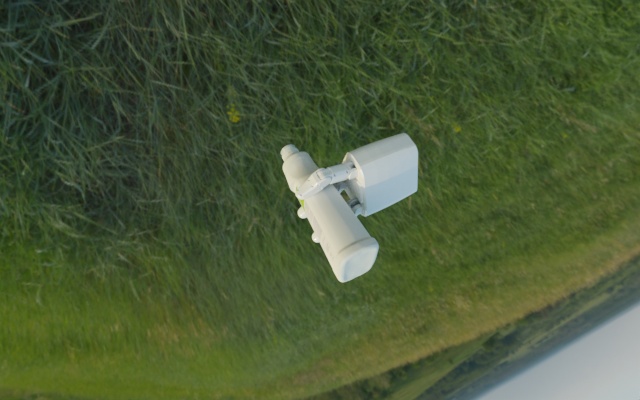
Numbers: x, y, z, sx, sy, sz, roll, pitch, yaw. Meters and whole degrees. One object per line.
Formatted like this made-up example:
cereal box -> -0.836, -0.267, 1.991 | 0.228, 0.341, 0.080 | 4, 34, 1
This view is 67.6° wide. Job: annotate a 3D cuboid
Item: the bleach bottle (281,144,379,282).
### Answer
bleach bottle -> 0.000, 0.003, 0.769 | 0.068, 0.250, 0.103 | -23, -29, -15
